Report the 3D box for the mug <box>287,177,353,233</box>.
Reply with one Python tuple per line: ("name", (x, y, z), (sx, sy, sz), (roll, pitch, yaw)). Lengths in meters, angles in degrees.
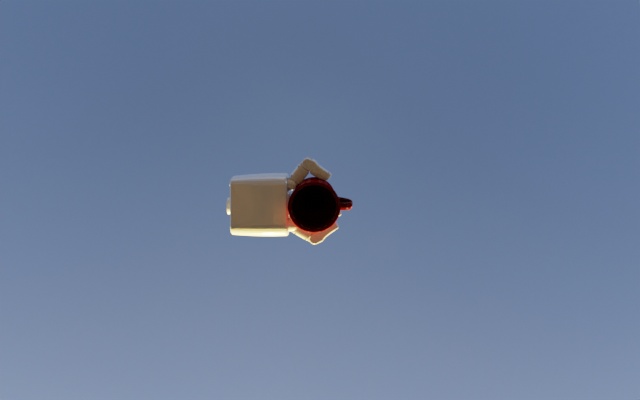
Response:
("mug", (0.002, 0.003, 0.876), (0.117, 0.093, 0.081), (0, 14, -1))
